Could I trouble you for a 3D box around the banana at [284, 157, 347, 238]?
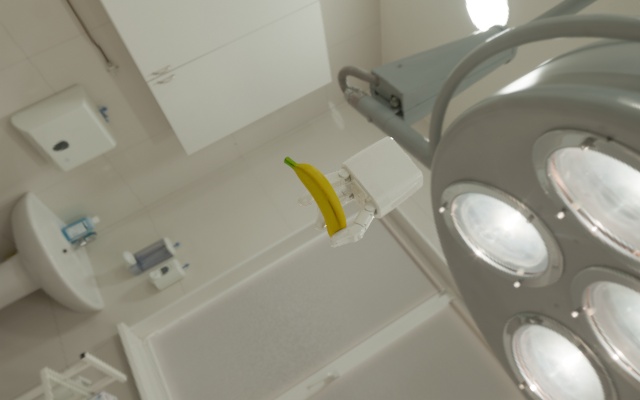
[{"bbox_3d":[0.008,0.006,0.804,0.037,0.198,0.069,-38,34,-15],"label":"banana"}]
